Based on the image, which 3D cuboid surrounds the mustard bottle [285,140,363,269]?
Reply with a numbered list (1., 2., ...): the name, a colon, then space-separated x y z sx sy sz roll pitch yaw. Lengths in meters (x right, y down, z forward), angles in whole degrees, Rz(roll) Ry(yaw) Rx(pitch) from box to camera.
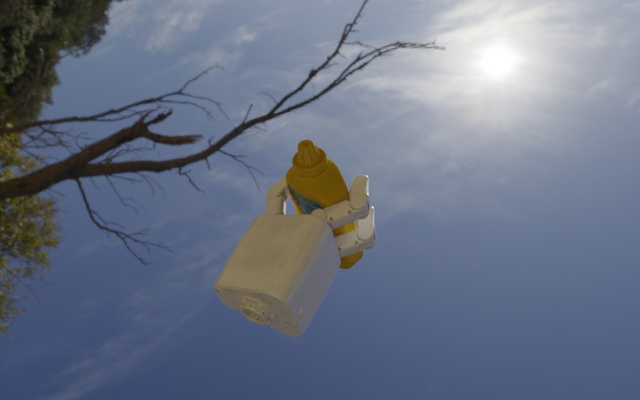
1. mustard bottle: 0.000 0.002 0.607 0.058 0.192 0.096 -38 49 -20
